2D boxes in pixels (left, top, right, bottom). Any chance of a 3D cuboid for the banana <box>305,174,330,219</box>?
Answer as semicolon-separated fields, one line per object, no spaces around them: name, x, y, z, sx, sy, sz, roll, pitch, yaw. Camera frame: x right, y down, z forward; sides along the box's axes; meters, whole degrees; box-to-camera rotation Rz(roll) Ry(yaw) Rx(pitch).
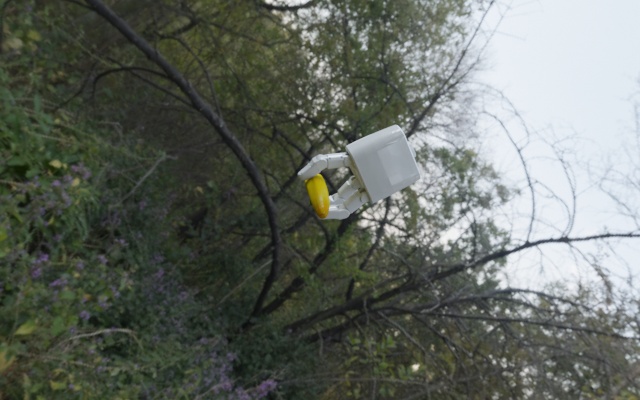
banana;-0.005;-0.015;0.890;0.037;0.069;0.198;-16;8;-2
